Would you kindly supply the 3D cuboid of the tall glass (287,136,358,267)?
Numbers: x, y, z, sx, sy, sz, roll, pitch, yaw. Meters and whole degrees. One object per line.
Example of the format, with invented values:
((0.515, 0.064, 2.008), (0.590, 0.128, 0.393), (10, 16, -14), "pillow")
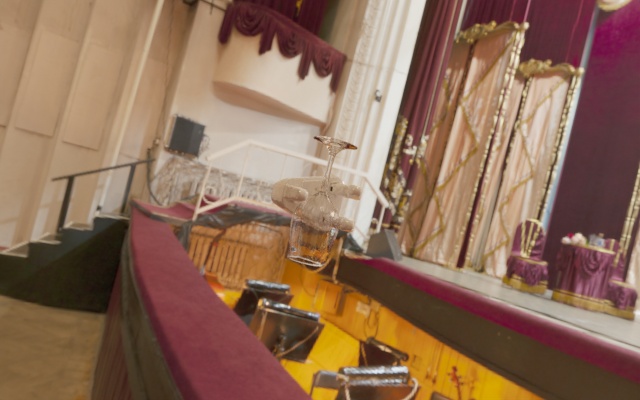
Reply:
((0.000, 0.002, 0.772), (0.079, 0.201, 0.079), (14, -1, 0), "tall glass")
